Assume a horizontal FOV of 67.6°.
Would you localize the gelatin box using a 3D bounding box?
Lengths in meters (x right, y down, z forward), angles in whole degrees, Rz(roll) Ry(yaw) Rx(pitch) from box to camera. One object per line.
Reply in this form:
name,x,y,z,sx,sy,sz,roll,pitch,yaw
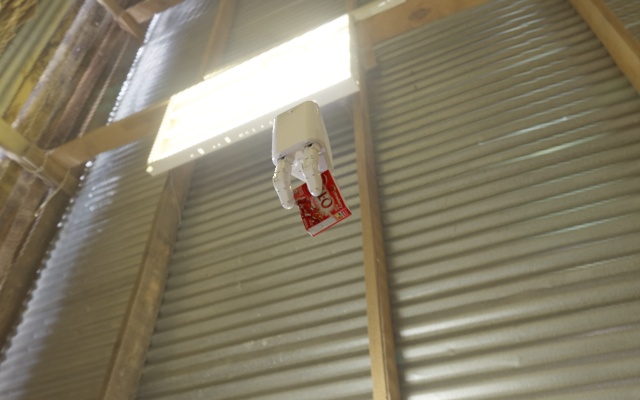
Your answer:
gelatin box,0.000,0.003,0.765,0.073,0.089,0.030,-30,-39,9
